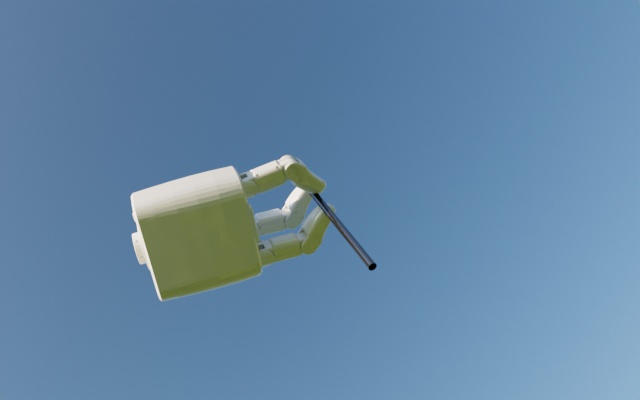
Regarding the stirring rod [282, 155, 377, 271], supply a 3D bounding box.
[{"bbox_3d":[0.000,0.002,0.510,0.011,0.011,0.239,0,28,-25],"label":"stirring rod"}]
